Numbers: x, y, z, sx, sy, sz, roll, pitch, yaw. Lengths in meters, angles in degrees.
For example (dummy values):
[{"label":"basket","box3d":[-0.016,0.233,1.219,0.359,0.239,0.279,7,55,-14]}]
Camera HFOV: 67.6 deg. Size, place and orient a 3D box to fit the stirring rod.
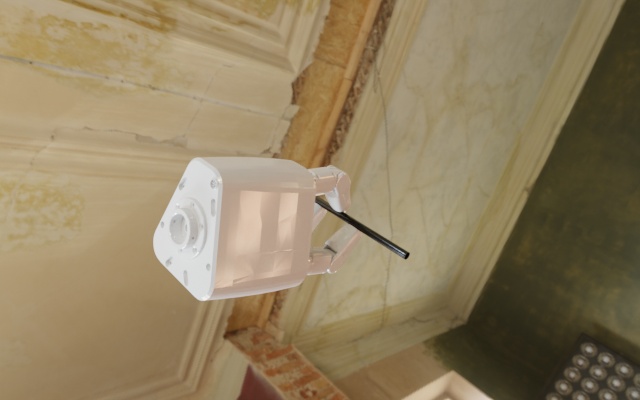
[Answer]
[{"label":"stirring rod","box3d":[0.000,0.002,0.526,0.239,0.011,0.011,32,20,36]}]
